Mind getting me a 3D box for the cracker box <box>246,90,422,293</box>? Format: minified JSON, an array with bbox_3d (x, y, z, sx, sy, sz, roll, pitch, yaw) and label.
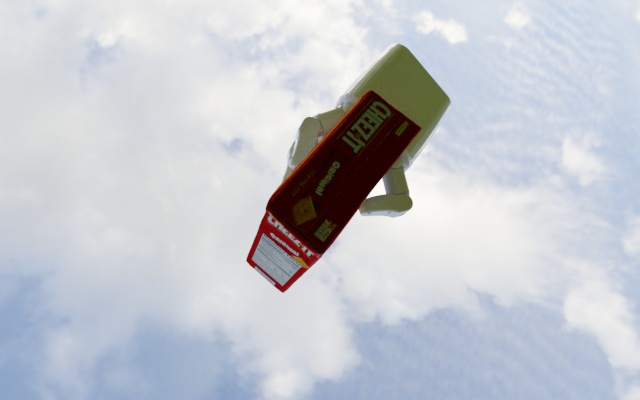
[{"bbox_3d":[0.000,0.002,0.517,0.072,0.164,0.214,39,-23,2],"label":"cracker box"}]
